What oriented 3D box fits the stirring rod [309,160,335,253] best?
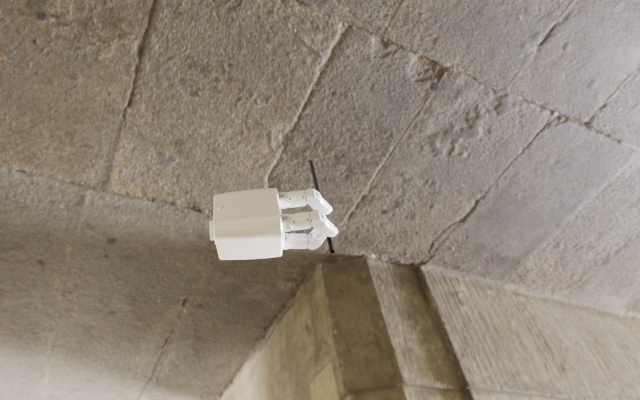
[{"bbox_3d":[0.000,0.003,0.851,0.011,0.011,0.239,0,41,-12],"label":"stirring rod"}]
